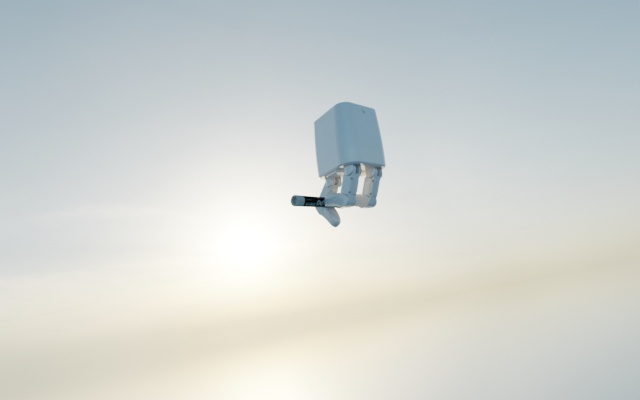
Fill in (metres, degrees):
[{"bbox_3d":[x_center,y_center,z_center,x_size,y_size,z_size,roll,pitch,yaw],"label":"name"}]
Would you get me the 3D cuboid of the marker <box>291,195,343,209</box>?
[{"bbox_3d":[0.000,0.003,0.809,0.020,0.020,0.121,0,-3,45],"label":"marker"}]
